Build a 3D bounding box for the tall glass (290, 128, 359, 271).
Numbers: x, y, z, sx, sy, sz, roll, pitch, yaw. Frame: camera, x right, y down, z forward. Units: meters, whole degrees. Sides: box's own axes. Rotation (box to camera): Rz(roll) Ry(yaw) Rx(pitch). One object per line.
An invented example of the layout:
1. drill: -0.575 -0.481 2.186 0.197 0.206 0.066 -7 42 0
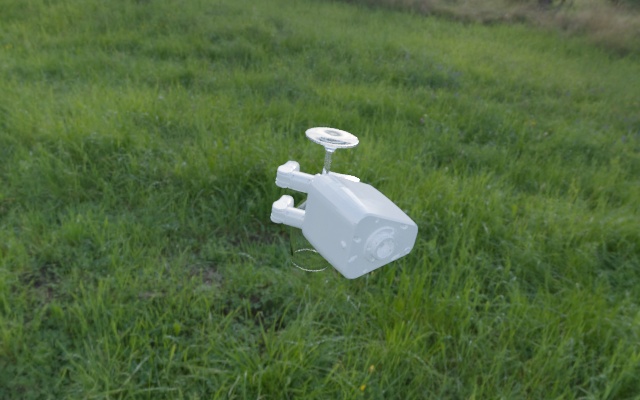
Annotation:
1. tall glass: 0.000 0.002 0.690 0.079 0.201 0.079 8 26 -4
